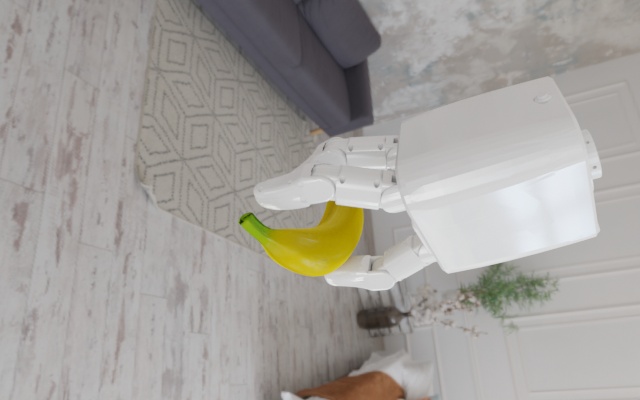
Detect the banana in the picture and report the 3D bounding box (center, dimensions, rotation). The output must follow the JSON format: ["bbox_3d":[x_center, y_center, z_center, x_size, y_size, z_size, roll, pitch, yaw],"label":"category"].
[{"bbox_3d":[0.006,0.019,0.399,0.037,0.069,0.197,-21,2,23],"label":"banana"}]
